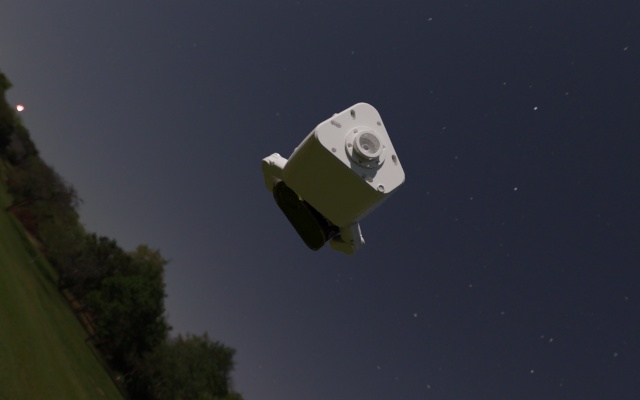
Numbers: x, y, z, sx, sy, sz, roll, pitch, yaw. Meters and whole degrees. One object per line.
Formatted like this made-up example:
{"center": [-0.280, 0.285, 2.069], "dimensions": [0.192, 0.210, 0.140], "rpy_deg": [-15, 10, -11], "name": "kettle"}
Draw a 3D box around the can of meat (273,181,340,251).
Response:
{"center": [0.000, 0.002, 0.646], "dimensions": [0.084, 0.102, 0.057], "rpy_deg": [-32, -7, -30], "name": "can of meat"}
